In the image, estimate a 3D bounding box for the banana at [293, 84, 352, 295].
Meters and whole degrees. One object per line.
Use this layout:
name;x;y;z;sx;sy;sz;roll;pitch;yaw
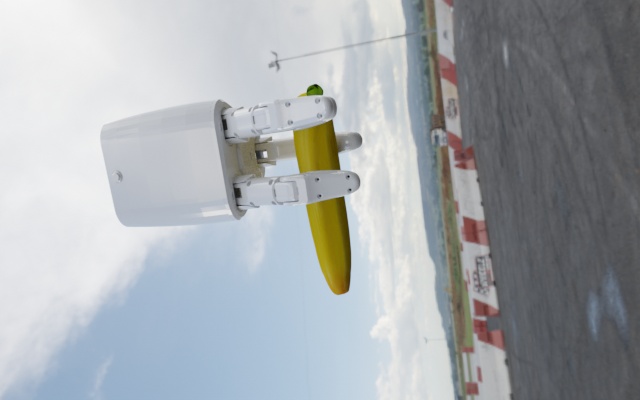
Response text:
banana;0.001;-0.011;0.416;0.037;0.198;0.069;-6;30;8
